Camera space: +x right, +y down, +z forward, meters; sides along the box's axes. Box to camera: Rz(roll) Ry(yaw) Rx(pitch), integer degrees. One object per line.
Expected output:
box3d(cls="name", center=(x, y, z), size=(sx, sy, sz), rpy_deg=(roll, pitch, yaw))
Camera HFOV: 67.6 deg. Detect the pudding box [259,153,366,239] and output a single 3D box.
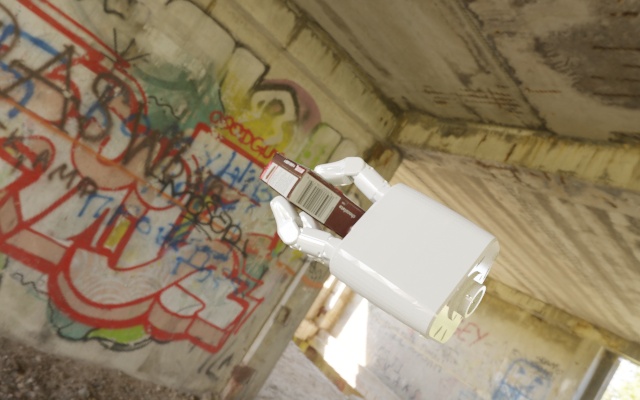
box3d(cls="pudding box", center=(0.000, 0.002, 0.498), size=(0.113, 0.039, 0.090), rpy_deg=(38, -3, -30))
